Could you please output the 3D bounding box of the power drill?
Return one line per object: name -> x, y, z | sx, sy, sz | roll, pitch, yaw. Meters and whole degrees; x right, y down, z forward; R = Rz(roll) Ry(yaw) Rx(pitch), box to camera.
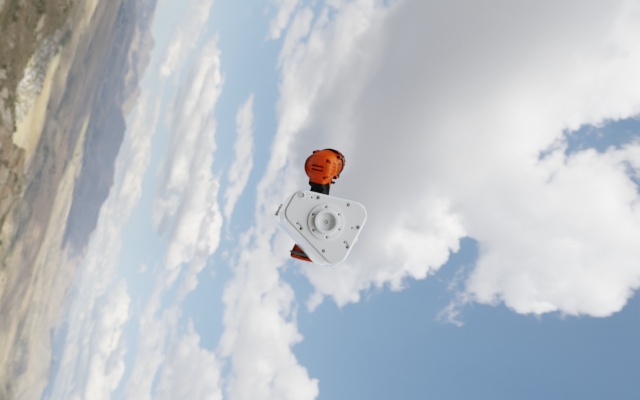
power drill -> 0.000, 0.003, 0.826 | 0.057, 0.188, 0.184 | 10, 10, 12
